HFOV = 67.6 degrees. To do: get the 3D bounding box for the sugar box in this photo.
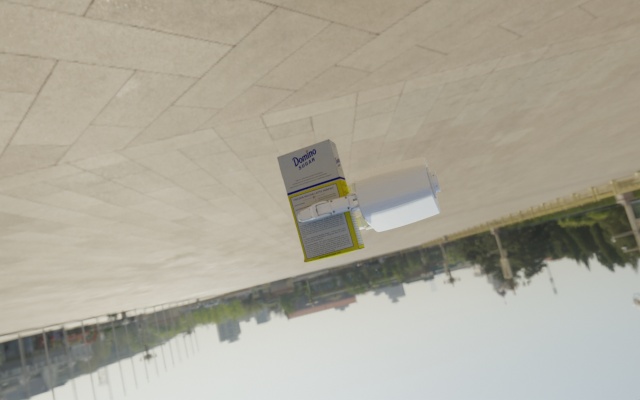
[{"bbox_3d":[0.000,0.003,0.752,0.093,0.176,0.048,-16,-9,16],"label":"sugar box"}]
